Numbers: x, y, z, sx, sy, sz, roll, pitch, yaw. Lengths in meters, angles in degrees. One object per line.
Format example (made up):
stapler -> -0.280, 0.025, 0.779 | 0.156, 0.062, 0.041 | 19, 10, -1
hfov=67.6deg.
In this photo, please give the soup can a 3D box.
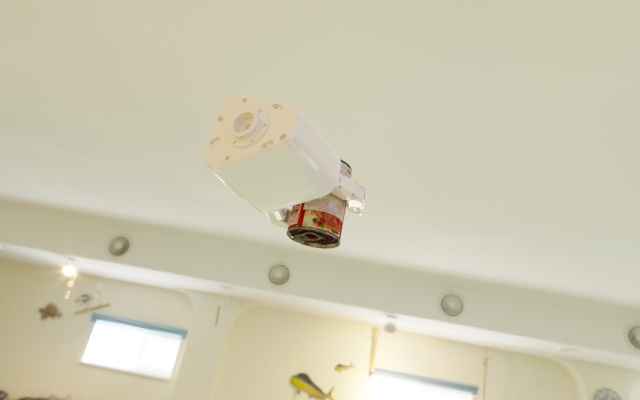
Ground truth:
soup can -> 0.000, 0.002, 0.607 | 0.068, 0.102, 0.068 | 10, -23, 4
